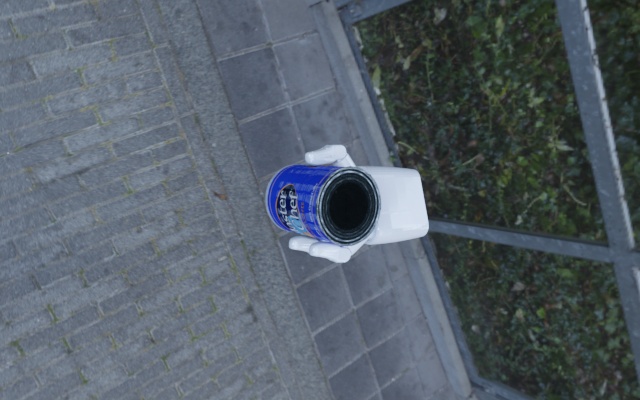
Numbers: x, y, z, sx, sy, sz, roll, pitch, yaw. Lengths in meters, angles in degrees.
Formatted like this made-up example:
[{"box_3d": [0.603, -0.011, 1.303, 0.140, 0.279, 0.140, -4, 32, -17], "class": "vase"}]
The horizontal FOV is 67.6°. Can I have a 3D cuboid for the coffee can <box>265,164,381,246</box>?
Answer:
[{"box_3d": [0.000, 0.002, 0.663, 0.103, 0.103, 0.140, 0, 5, -33], "class": "coffee can"}]
